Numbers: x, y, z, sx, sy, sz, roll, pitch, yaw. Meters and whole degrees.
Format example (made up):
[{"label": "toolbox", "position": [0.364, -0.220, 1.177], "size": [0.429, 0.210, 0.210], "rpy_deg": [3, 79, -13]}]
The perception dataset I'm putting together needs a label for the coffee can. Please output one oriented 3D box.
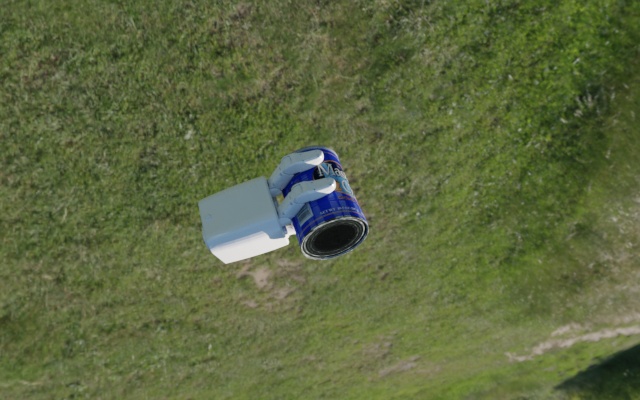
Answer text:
[{"label": "coffee can", "position": [0.000, 0.002, 0.715], "size": [0.103, 0.140, 0.103], "rpy_deg": [-14, -36, -10]}]
